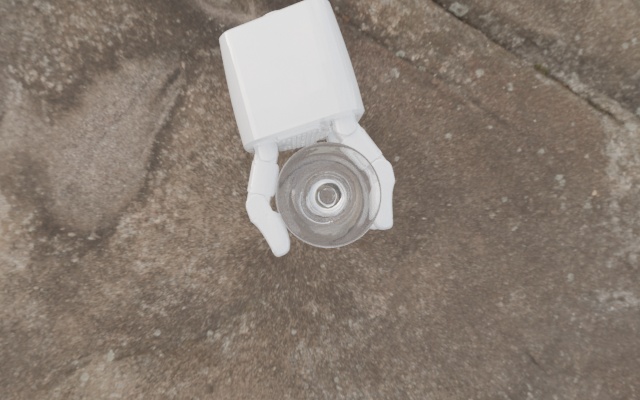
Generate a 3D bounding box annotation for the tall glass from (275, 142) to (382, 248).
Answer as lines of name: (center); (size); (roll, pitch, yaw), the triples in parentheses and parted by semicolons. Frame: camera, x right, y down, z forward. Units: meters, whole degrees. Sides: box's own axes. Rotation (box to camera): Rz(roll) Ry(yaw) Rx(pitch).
tall glass: (0.000, 0.002, 0.430); (0.079, 0.079, 0.201); (0, -4, -3)
